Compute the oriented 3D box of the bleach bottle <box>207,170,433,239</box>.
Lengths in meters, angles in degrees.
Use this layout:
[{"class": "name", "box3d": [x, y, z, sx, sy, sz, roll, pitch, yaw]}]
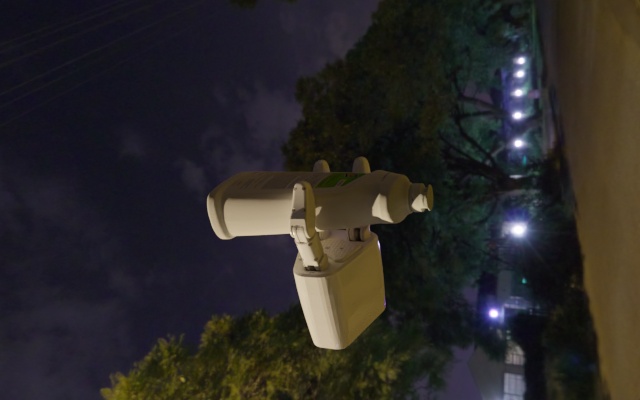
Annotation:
[{"class": "bleach bottle", "box3d": [0.000, 0.002, 0.553, 0.251, 0.068, 0.102, -1, 24, 26]}]
